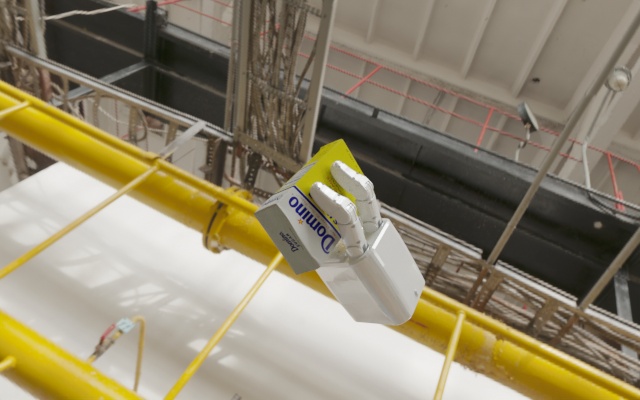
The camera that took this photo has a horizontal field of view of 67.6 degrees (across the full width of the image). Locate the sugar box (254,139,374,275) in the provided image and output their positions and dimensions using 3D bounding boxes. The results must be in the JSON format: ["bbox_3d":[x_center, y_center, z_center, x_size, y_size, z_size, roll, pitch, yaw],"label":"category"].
[{"bbox_3d":[0.001,0.002,0.600,0.048,0.093,0.176,-22,18,36],"label":"sugar box"}]
